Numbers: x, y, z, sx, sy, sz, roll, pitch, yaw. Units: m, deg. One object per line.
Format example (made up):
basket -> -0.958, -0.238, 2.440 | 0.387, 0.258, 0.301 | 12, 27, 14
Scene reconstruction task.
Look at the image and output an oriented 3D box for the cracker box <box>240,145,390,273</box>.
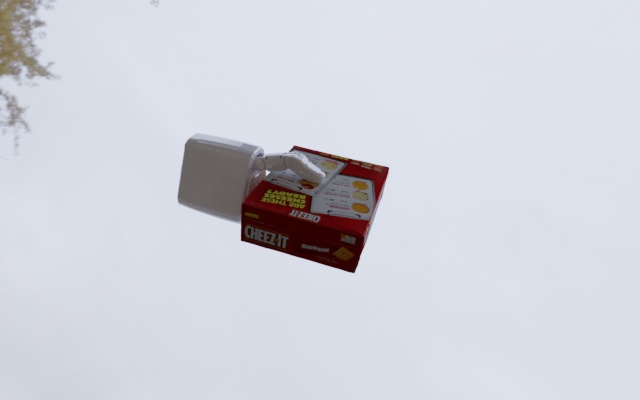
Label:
cracker box -> 0.000, 0.002, 0.697 | 0.164, 0.072, 0.213 | 14, 31, 10
